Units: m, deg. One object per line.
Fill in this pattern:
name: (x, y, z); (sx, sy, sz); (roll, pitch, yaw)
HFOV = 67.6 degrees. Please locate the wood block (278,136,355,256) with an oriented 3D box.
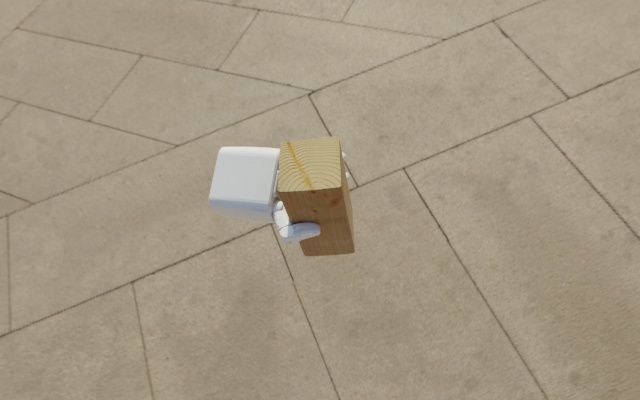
wood block: (0.000, 0.003, 0.754); (0.090, 0.090, 0.206); (-5, -32, 8)
